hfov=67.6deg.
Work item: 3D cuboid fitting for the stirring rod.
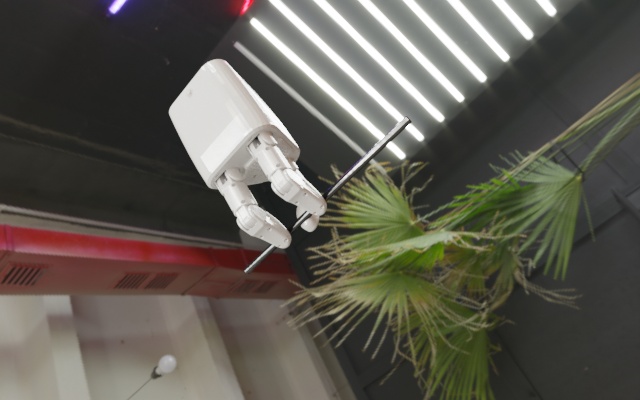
[{"bbox_3d":[0.000,0.001,0.484,0.239,0.011,0.011,-43,-19,22],"label":"stirring rod"}]
